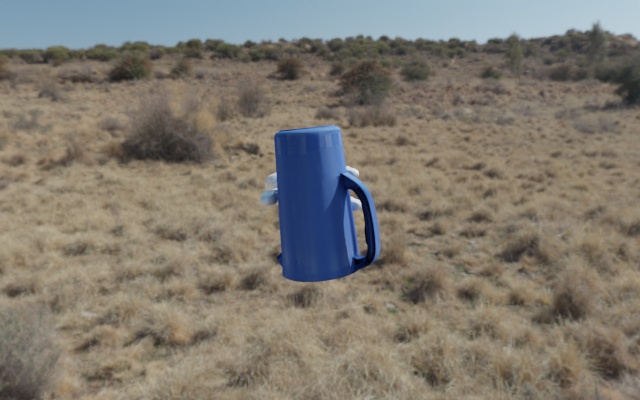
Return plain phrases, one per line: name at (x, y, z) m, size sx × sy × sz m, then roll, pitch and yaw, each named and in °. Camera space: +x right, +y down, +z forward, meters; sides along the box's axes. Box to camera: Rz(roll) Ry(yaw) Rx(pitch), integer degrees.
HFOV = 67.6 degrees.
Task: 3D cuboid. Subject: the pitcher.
pitcher at (0.000, 0.003, 0.777) m, size 0.149 × 0.243 × 0.145 m, roll -8°, pitch 9°, yaw -14°
